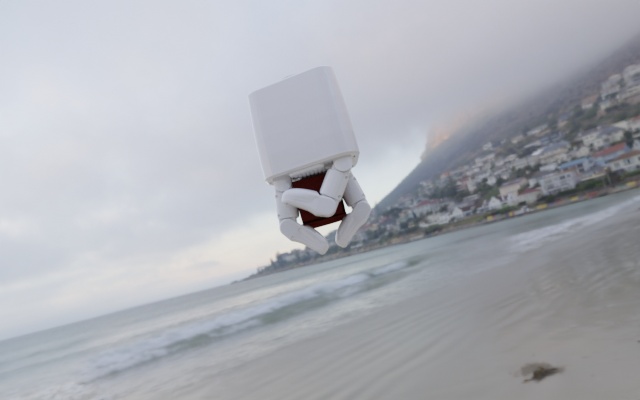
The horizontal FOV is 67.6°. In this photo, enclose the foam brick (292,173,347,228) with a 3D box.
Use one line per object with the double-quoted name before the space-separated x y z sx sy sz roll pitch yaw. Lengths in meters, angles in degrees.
"foam brick" 0.000 0.002 0.570 0.053 0.051 0.078 -15 -8 -1
